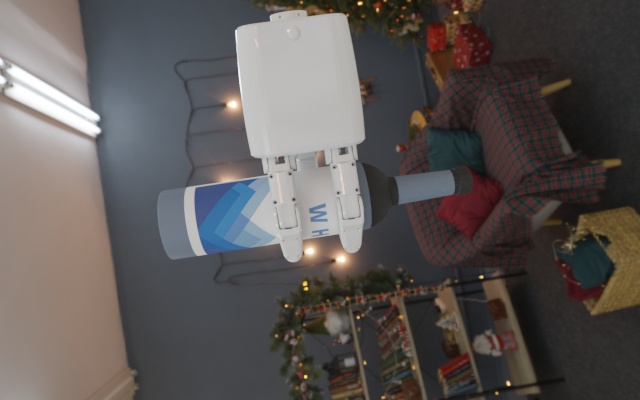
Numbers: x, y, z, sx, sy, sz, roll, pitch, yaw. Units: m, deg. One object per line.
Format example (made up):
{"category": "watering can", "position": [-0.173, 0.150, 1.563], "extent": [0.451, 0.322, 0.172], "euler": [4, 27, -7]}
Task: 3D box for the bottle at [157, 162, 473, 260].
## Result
{"category": "bottle", "position": [0.000, 0.002, 0.463], "extent": [0.296, 0.069, 0.069], "euler": [-9, 0, -3]}
